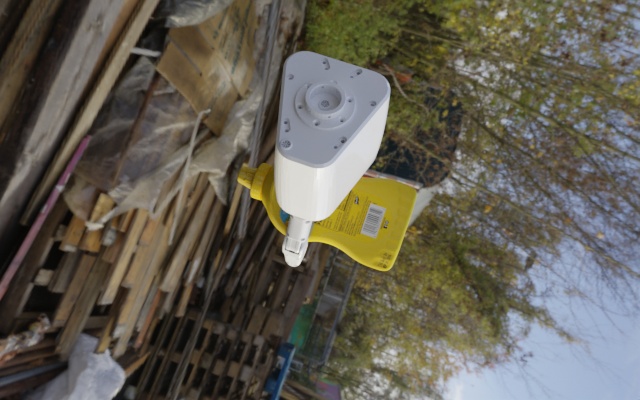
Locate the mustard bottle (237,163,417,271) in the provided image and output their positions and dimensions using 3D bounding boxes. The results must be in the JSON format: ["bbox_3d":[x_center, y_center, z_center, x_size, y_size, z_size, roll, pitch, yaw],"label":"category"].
[{"bbox_3d":[0.000,0.002,0.523,0.191,0.096,0.058,19,2,5],"label":"mustard bottle"}]
